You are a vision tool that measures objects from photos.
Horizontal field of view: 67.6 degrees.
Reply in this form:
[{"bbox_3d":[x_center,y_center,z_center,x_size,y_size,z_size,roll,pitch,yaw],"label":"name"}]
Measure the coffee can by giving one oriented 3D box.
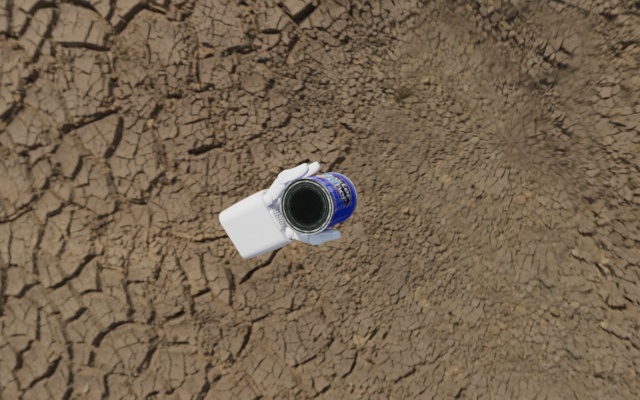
[{"bbox_3d":[0.000,0.003,0.893,0.103,0.103,0.140,0,7,22],"label":"coffee can"}]
